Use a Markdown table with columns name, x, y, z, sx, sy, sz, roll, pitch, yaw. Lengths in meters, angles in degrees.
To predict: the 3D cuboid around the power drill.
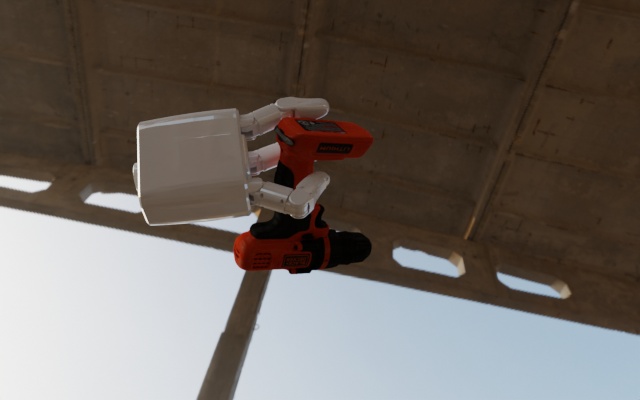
| name | x | y | z | sx | sy | sz | roll | pitch | yaw |
| --- | --- | --- | --- | --- | --- | --- | --- | --- | --- |
| power drill | 0.000 | 0.001 | 0.562 | 0.184 | 0.188 | 0.057 | 0 | 27 | -30 |
